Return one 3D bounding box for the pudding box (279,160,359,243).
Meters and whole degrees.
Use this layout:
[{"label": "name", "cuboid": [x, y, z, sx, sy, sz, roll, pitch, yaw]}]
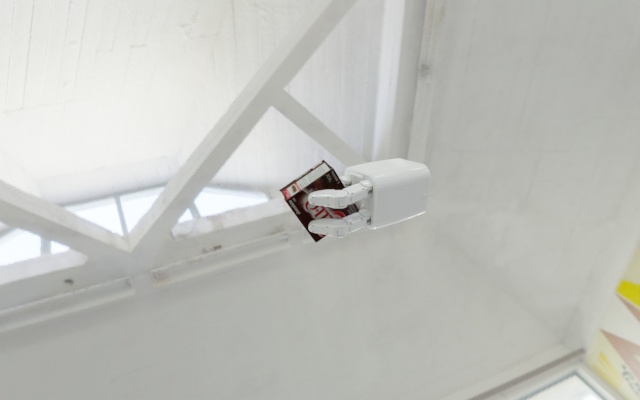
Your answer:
[{"label": "pudding box", "cuboid": [0.000, 0.002, 0.766, 0.090, 0.114, 0.039, -35, 38, -2]}]
